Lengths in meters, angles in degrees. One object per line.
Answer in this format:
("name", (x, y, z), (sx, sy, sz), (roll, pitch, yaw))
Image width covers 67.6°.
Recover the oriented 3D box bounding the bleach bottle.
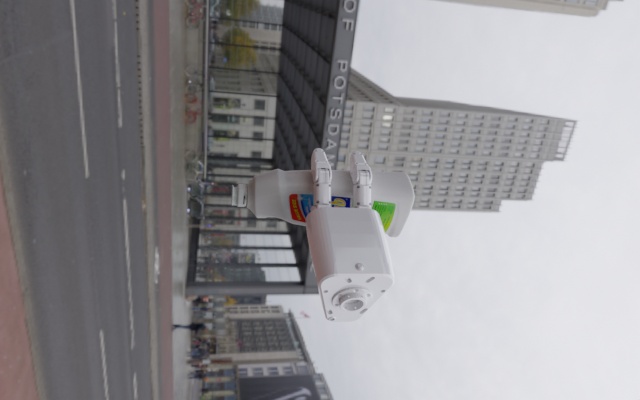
("bleach bottle", (0.000, 0.002, 0.684), (0.251, 0.068, 0.103), (2, -44, -12))
